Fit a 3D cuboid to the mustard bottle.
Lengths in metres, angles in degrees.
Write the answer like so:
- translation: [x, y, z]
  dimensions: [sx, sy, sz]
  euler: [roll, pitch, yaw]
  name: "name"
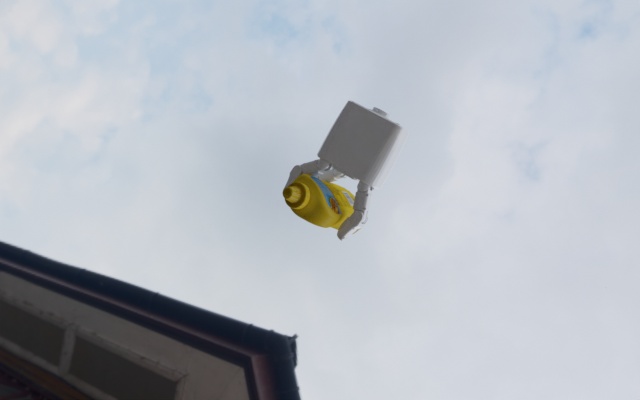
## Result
- translation: [0.000, 0.003, 0.786]
  dimensions: [0.058, 0.096, 0.192]
  euler: [-40, -26, 19]
  name: "mustard bottle"
